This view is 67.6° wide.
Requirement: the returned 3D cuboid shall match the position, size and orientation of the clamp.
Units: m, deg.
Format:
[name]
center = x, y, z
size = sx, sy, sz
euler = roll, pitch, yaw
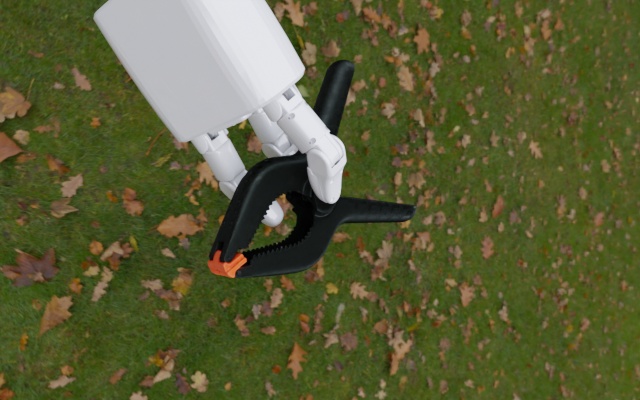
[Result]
[clamp]
center = 0.000, 0.001, 0.400
size = 0.036, 0.165, 0.210
euler = -4, 37, 52
